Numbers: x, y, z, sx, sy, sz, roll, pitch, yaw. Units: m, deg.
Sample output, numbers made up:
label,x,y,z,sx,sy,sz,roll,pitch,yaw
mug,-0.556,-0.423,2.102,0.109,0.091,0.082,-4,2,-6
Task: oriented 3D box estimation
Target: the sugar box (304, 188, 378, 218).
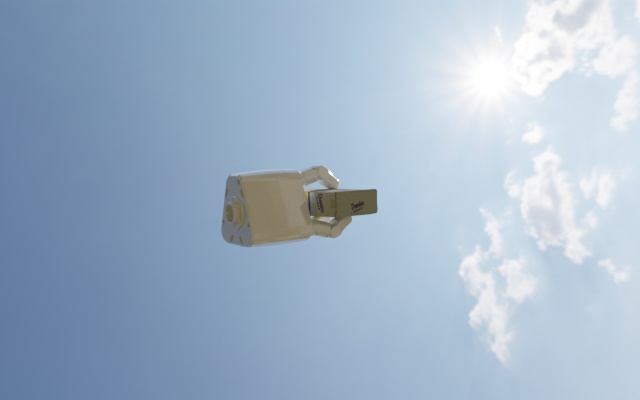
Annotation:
label,x,y,z,sx,sy,sz,roll,pitch,yaw
sugar box,0.000,0.003,0.795,0.093,0.048,0.176,-5,7,-40
